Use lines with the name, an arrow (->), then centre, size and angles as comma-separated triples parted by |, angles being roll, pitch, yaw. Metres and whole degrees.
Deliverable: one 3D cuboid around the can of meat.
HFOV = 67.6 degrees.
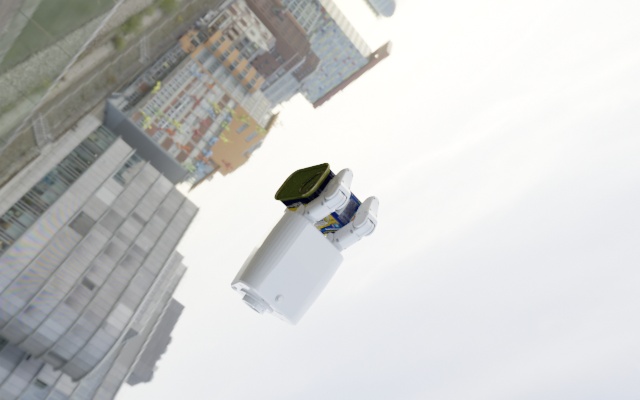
can of meat -> 0.000, 0.002, 0.638 | 0.084, 0.057, 0.102 | 46, -27, -22
